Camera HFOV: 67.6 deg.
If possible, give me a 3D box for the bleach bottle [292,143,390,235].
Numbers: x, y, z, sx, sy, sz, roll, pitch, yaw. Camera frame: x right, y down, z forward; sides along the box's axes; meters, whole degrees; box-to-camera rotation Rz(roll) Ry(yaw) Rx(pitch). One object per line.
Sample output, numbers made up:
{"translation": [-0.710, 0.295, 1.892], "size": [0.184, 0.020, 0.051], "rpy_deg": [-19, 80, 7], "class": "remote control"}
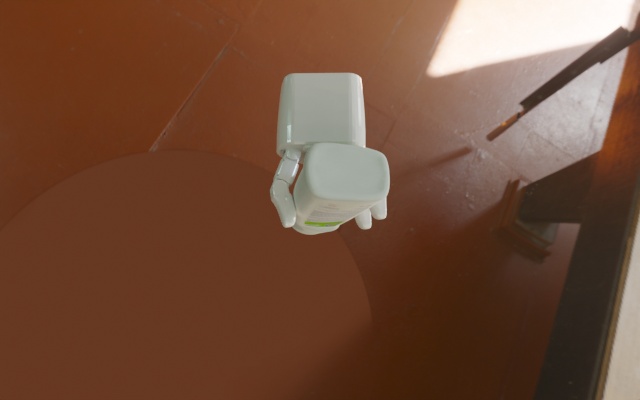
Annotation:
{"translation": [0.000, 0.002, 0.637], "size": [0.102, 0.068, 0.251], "rpy_deg": [4, -17, -15], "class": "bleach bottle"}
